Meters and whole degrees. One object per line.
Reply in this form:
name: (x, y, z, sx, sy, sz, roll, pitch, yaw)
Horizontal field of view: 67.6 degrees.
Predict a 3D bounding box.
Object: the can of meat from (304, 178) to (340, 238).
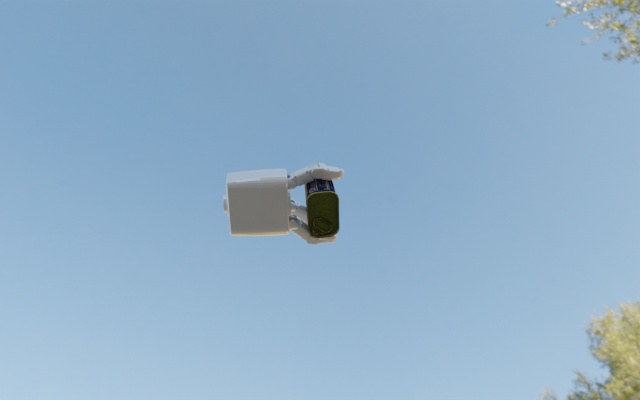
can of meat: (0.000, 0.003, 0.871, 0.057, 0.102, 0.084, -6, 37, -4)
